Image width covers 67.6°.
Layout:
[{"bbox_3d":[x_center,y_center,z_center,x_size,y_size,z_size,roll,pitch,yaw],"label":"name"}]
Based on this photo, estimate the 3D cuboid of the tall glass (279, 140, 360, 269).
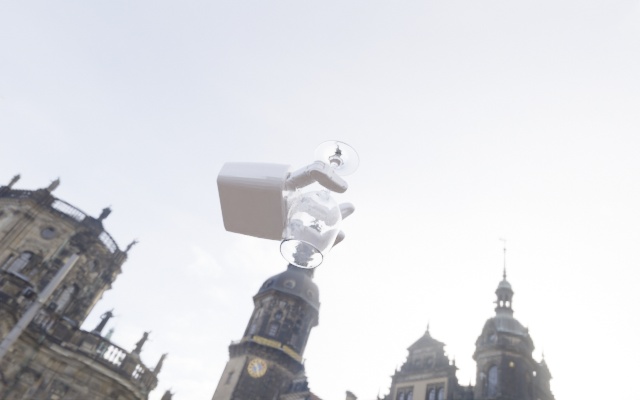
[{"bbox_3d":[0.000,0.002,0.700,0.079,0.201,0.079,11,-42,10],"label":"tall glass"}]
